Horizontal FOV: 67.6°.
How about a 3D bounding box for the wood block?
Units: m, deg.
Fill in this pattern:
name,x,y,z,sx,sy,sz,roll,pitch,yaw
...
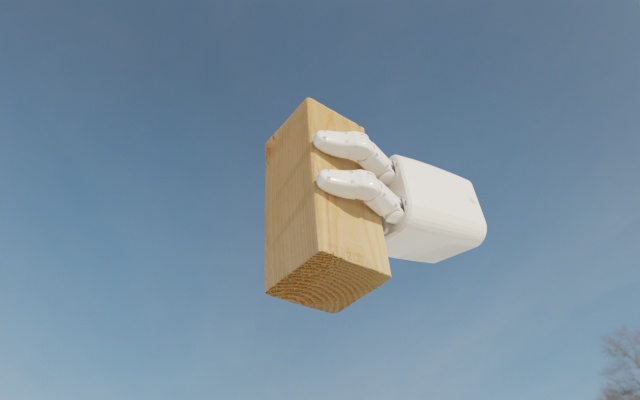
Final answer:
name,x,y,z,sx,sy,sz,roll,pitch,yaw
wood block,0.000,0.002,0.515,0.090,0.206,0.091,23,-47,-30
